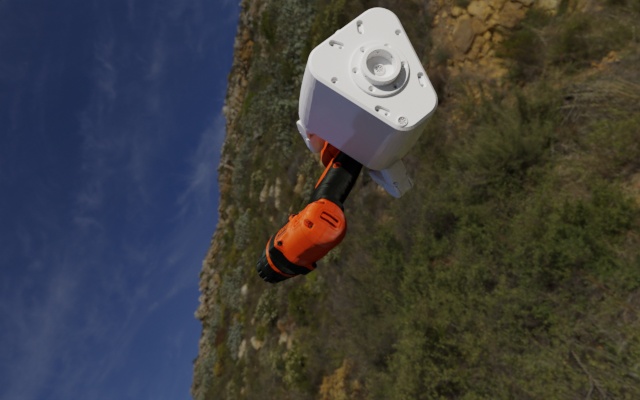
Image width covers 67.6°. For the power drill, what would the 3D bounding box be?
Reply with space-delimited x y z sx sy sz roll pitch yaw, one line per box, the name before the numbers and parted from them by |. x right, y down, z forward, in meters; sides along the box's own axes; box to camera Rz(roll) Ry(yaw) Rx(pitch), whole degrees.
power drill | 0.000 0.001 0.544 0.057 0.187 0.184 33 -32 -11
